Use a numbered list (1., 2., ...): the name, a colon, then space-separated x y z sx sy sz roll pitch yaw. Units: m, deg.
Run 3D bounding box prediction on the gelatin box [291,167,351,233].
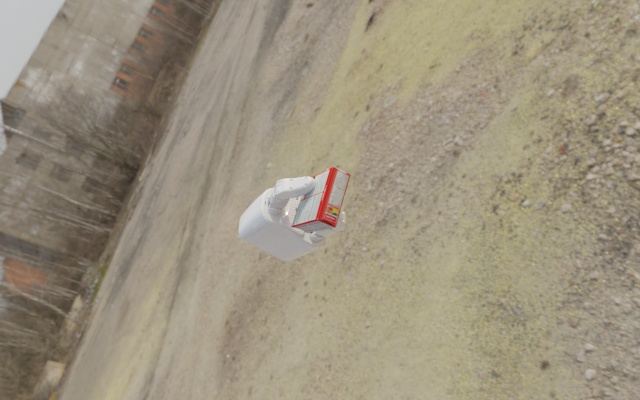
1. gelatin box: 0.000 0.002 0.629 0.030 0.073 0.089 23 -18 -20
